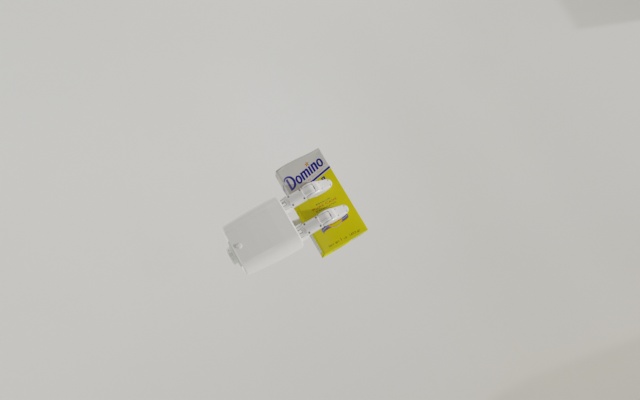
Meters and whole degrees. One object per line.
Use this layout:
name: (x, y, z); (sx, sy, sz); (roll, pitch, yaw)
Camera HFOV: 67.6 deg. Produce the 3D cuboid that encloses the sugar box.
sugar box: (0.000, 0.003, 0.856); (0.093, 0.176, 0.048); (-29, -9, -12)
